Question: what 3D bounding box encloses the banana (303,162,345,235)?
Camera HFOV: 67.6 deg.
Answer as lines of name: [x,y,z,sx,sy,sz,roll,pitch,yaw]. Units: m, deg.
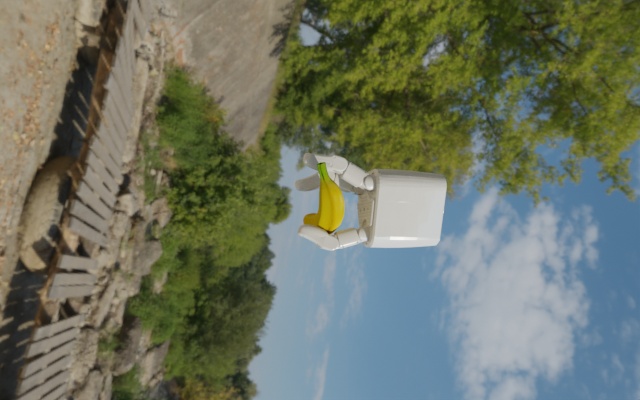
banana: [0.005,0.018,0.700,0.037,0.069,0.198,-9,-23,-14]
